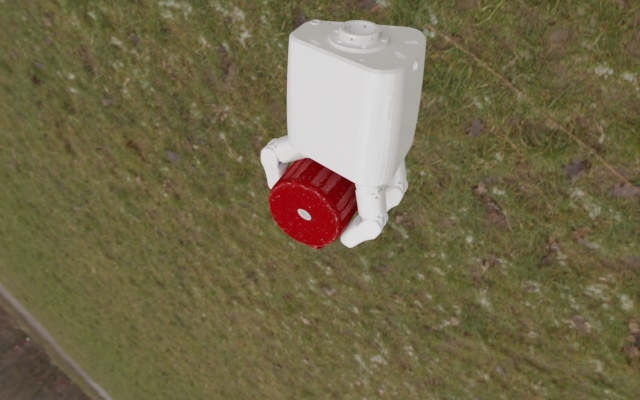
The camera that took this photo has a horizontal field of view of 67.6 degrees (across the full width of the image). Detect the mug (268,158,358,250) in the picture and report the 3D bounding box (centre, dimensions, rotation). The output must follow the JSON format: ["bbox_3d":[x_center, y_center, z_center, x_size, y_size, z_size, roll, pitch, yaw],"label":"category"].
[{"bbox_3d":[0.000,0.003,0.497,0.093,0.117,0.081,18,43,20],"label":"mug"}]
